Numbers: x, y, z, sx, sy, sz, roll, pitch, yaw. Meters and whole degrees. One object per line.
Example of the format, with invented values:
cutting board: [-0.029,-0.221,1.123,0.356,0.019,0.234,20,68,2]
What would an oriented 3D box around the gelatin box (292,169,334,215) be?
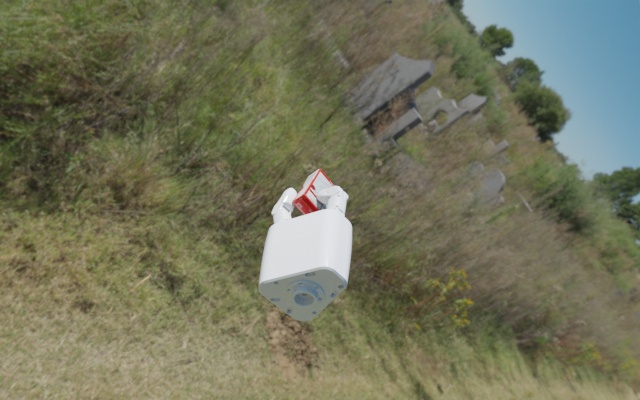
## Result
gelatin box: [0.001,0.002,0.754,0.030,0.073,0.089,-31,17,31]
